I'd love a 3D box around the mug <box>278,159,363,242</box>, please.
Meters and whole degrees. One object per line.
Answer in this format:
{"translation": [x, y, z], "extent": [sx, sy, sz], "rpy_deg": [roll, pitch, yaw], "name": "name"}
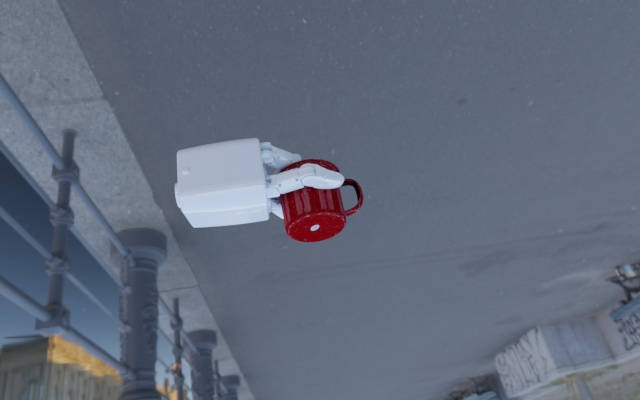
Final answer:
{"translation": [0.002, 0.002, 0.645], "extent": [0.117, 0.081, 0.093], "rpy_deg": [-8, -31, -5], "name": "mug"}
